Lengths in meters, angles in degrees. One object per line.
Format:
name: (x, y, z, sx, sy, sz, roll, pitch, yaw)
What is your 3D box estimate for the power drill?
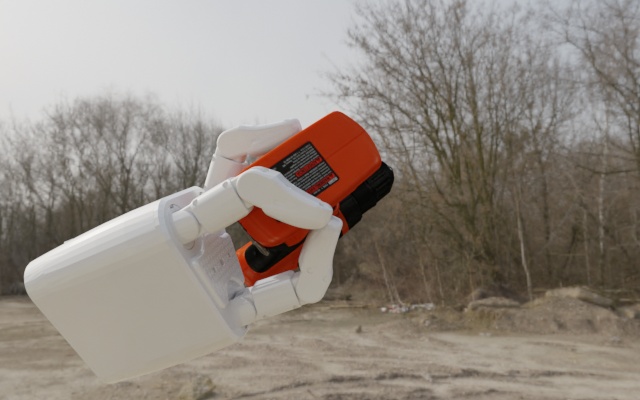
power drill: (0.000, 0.001, 0.403, 0.184, 0.057, 0.188, -38, -14, -12)
